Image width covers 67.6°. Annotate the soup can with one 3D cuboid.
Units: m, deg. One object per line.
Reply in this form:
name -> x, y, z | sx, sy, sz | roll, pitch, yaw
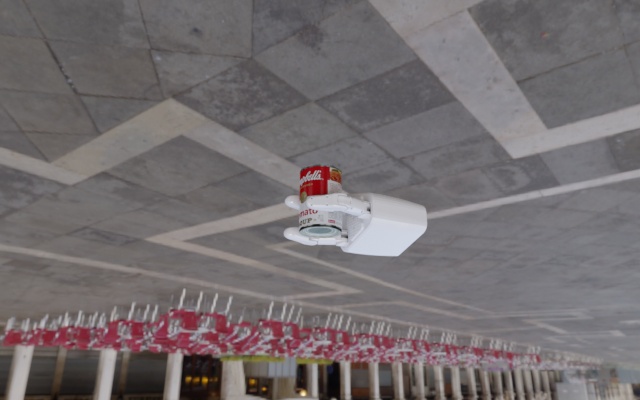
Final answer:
soup can -> 0.000, 0.003, 0.751 | 0.068, 0.102, 0.068 | 0, -20, 0
